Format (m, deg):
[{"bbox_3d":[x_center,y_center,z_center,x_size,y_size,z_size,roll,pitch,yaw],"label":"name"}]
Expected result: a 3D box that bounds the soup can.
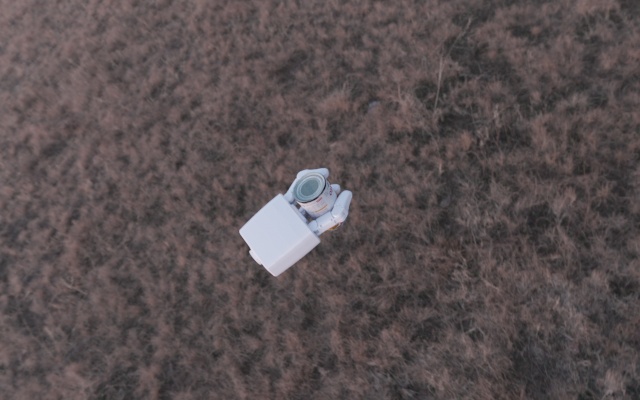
[{"bbox_3d":[0.000,0.002,0.881,0.068,0.068,0.102,0,-33,30],"label":"soup can"}]
